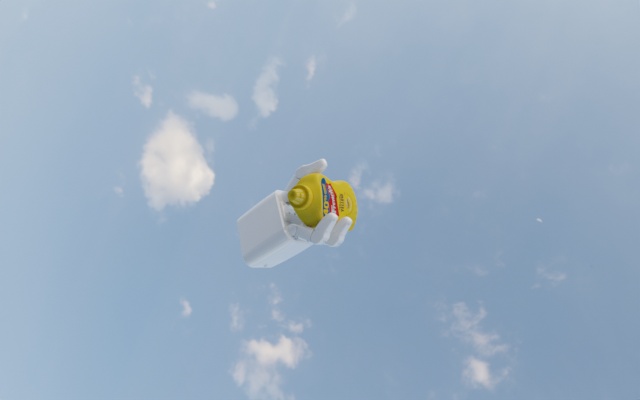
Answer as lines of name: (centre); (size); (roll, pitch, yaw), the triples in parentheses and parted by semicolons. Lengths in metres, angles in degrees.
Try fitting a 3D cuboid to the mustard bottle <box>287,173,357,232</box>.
mustard bottle: (0.001, 0.003, 0.840); (0.058, 0.096, 0.191); (-7, -10, 29)
